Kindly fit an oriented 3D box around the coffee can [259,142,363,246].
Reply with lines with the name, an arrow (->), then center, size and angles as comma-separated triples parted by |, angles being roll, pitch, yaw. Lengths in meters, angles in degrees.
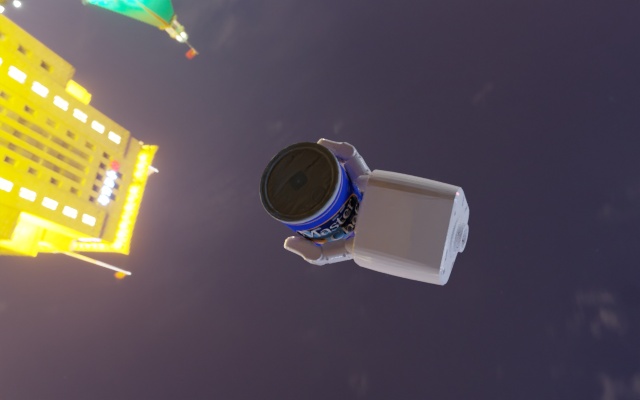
coffee can -> 0.000, 0.002, 0.613 | 0.103, 0.102, 0.140 | 0, -21, 24
